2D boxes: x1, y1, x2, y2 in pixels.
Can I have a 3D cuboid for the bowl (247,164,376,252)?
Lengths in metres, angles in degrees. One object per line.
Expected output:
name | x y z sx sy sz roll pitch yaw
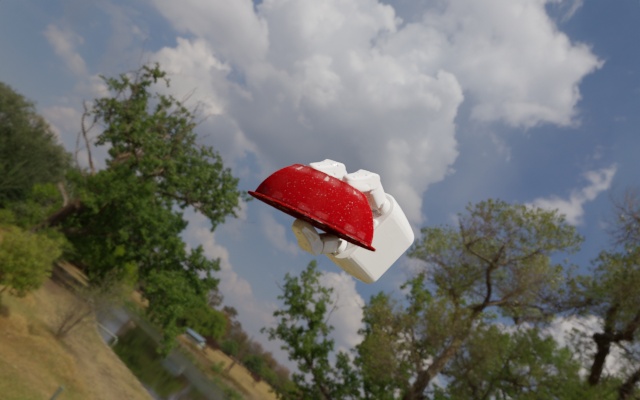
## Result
bowl | 0.000 0.001 0.550 0.162 0.055 0.162 25 -5 2
